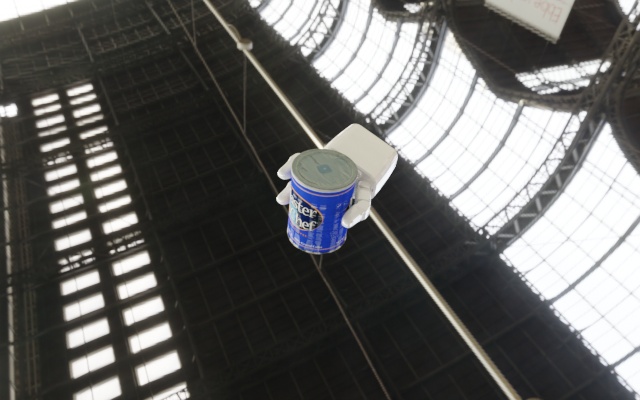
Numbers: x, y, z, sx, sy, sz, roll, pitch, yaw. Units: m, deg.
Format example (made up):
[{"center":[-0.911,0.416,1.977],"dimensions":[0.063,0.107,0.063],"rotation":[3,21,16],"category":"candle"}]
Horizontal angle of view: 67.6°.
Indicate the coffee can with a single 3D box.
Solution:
[{"center":[0.000,0.003,0.773],"dimensions":[0.103,0.140,0.102],"rotation":[4,41,-4],"category":"coffee can"}]
